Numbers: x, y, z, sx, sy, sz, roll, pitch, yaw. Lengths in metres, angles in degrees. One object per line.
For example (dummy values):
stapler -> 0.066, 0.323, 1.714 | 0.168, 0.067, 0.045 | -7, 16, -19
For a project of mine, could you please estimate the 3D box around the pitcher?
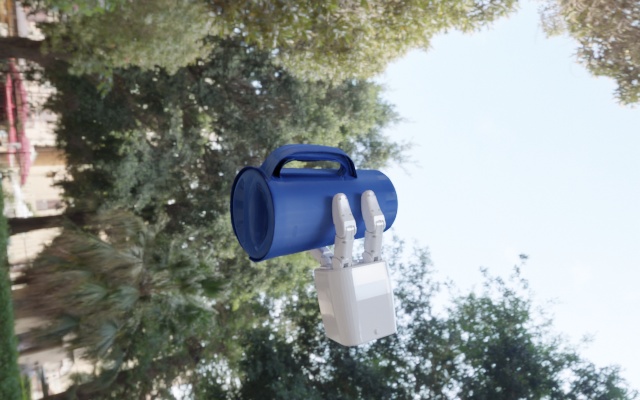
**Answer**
pitcher -> 0.000, 0.003, 0.714 | 0.243, 0.145, 0.149 | -6, -8, -35
